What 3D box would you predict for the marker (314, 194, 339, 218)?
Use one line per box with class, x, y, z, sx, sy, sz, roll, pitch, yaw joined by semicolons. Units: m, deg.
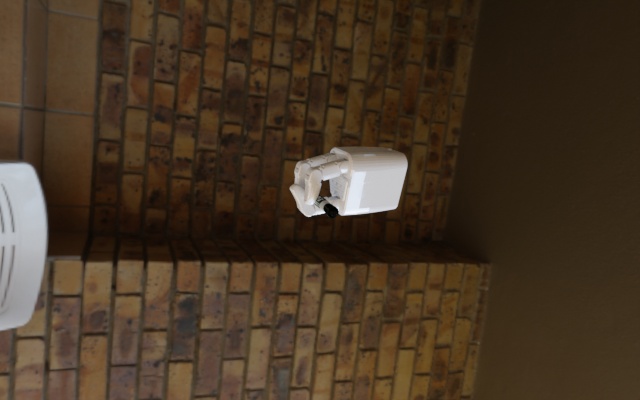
marker;0.000;0.003;0.765;0.020;0.020;0.121;0;16;-21
